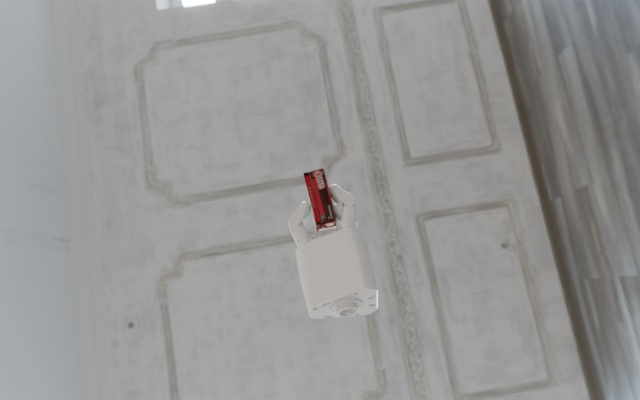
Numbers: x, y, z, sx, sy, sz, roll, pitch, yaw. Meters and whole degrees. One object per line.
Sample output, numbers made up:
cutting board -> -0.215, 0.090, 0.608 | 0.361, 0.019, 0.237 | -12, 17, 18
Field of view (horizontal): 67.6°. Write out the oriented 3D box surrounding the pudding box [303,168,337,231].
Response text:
pudding box -> 0.000, 0.003, 0.808 | 0.039, 0.090, 0.113 | -13, -9, -3
